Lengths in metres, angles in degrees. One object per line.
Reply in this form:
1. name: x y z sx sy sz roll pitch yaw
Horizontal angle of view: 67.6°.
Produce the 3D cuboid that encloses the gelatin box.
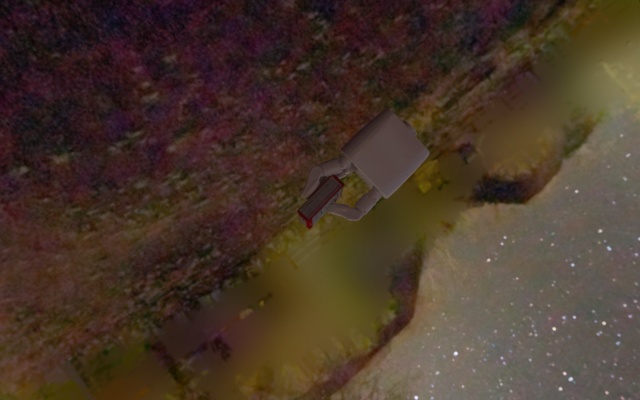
1. gelatin box: 0.000 0.003 0.816 0.030 0.089 0.073 42 -10 9
